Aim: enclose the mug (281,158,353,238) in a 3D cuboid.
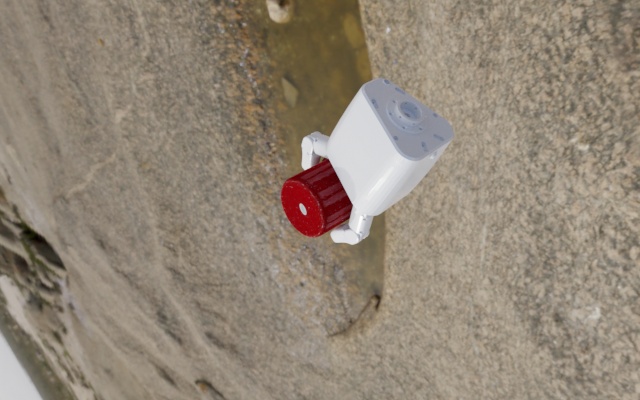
[{"bbox_3d":[-0.001,0.003,0.619,0.081,0.093,0.117,-29,-20,-36],"label":"mug"}]
